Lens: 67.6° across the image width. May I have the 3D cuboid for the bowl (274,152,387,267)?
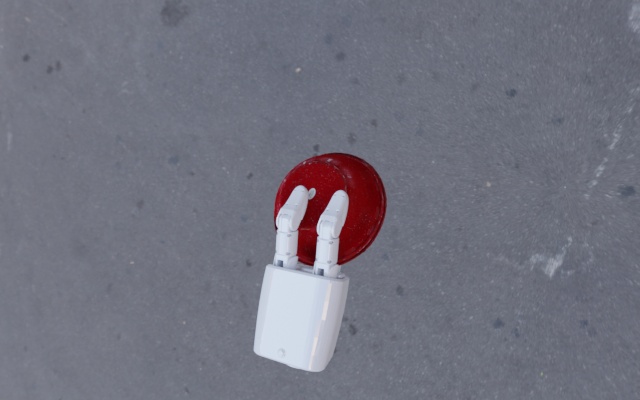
[{"bbox_3d":[0.000,0.001,0.614,0.162,0.162,0.055,0,-19,24],"label":"bowl"}]
